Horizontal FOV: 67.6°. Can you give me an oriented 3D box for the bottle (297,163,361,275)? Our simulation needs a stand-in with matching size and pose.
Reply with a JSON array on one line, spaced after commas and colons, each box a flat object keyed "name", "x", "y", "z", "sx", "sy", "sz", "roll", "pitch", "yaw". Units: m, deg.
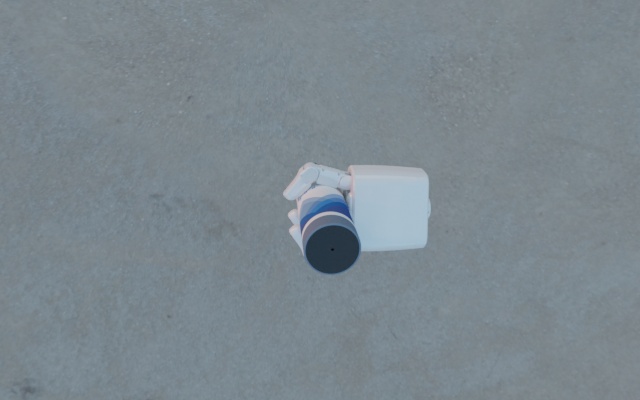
[{"name": "bottle", "x": 0.000, "y": 0.002, "z": 0.677, "sx": 0.069, "sy": 0.069, "sz": 0.295, "roll": 0, "pitch": 22, "yaw": -6}]
